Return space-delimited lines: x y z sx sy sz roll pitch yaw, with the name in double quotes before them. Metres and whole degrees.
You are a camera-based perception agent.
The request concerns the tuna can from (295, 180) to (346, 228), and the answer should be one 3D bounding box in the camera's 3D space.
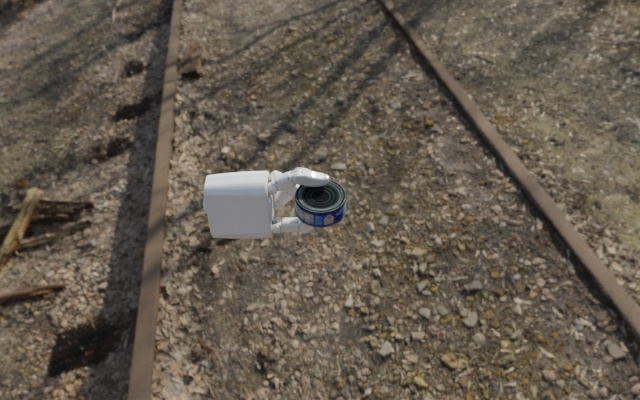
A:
"tuna can" 0.000 0.002 0.785 0.086 0.034 0.086 0 44 0
